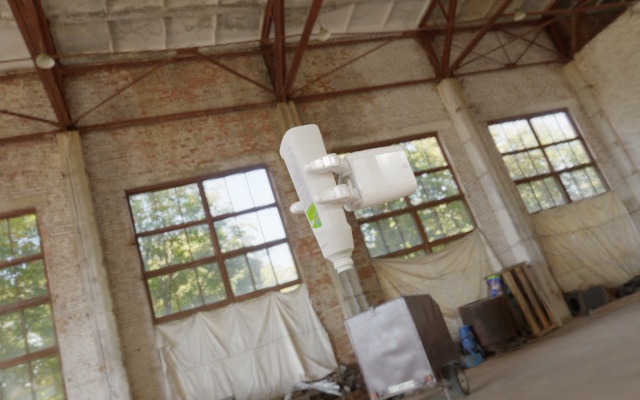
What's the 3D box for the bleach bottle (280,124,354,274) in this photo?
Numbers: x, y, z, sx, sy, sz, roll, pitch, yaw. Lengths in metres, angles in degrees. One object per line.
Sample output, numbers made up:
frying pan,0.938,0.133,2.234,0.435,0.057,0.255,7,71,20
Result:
bleach bottle,0.000,0.003,0.810,0.068,0.250,0.103,-14,-17,-16
